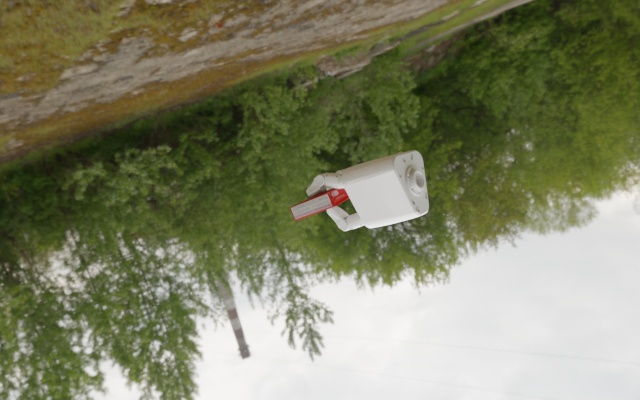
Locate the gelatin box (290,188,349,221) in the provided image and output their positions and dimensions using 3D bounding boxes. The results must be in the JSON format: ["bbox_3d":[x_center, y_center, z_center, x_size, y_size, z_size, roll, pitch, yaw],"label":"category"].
[{"bbox_3d":[0.000,0.003,0.865,0.089,0.030,0.073,-22,2,30],"label":"gelatin box"}]
